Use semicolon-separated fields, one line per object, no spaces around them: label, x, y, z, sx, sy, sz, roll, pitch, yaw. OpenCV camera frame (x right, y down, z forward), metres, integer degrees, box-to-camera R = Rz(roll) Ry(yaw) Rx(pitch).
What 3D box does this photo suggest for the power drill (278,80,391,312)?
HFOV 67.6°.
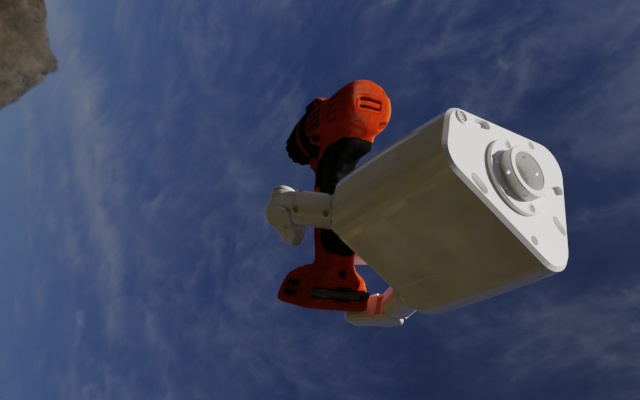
power drill;0.000;0.002;0.437;0.057;0.187;0.184;6;-8;-18
